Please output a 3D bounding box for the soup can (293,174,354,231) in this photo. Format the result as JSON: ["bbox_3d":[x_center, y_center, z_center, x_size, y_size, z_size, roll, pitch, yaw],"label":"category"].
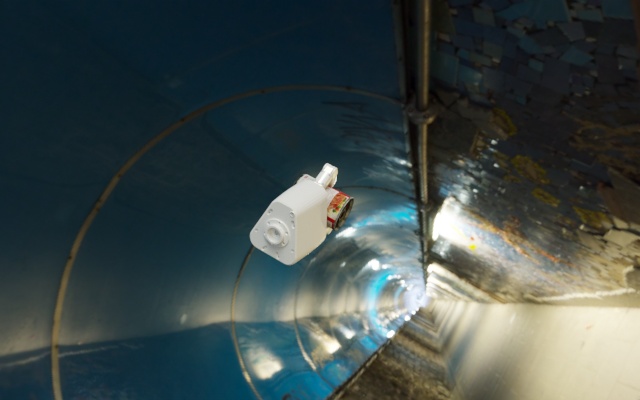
[{"bbox_3d":[0.000,0.002,0.870,0.102,0.068,0.068,28,8,16],"label":"soup can"}]
